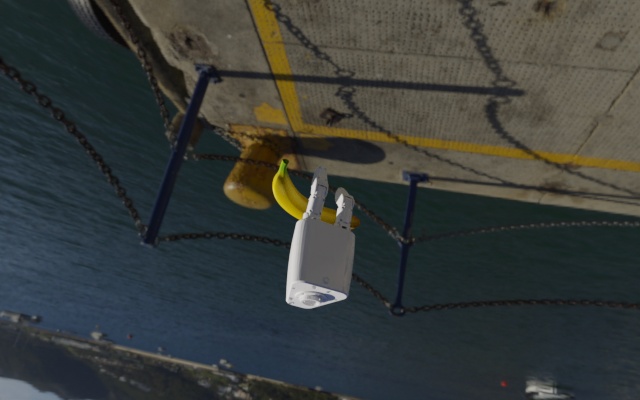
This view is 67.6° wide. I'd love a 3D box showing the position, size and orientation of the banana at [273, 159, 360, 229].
[{"bbox_3d":[-0.016,0.009,0.808,0.070,0.037,0.198,-30,-50,29],"label":"banana"}]
